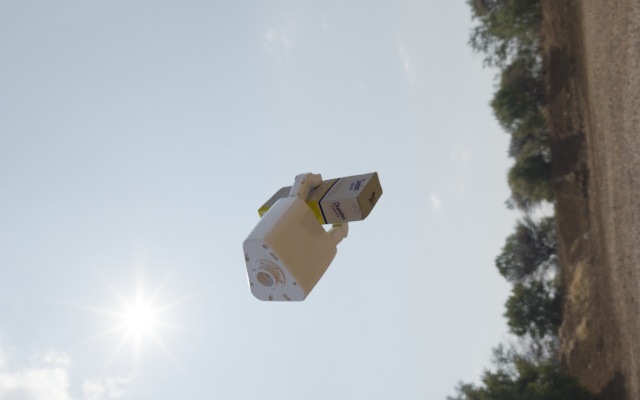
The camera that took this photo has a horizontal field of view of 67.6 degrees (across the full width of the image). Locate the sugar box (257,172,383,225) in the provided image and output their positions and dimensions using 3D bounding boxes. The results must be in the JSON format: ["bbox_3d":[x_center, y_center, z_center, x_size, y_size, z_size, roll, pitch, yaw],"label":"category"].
[{"bbox_3d":[0.000,0.003,0.747,0.176,0.048,0.093,-5,25,29],"label":"sugar box"}]
